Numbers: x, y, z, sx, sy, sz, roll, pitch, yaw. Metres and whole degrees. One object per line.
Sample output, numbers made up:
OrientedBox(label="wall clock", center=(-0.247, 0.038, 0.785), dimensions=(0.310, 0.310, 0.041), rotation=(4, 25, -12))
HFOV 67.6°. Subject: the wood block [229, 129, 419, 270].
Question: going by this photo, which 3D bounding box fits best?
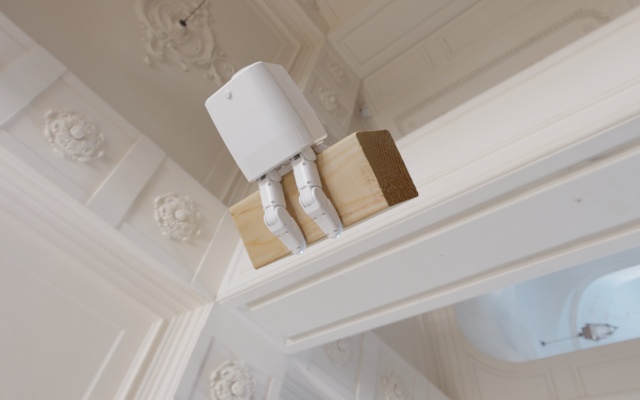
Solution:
OrientedBox(label="wood block", center=(0.000, 0.002, 0.584), dimensions=(0.206, 0.090, 0.091), rotation=(-28, -6, 33))
